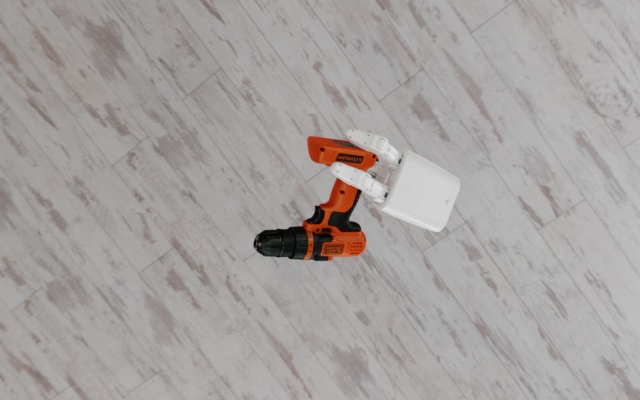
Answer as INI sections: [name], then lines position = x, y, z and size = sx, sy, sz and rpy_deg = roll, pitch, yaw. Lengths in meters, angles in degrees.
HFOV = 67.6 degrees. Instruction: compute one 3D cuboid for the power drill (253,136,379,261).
[power drill]
position = 0.000, 0.002, 0.710
size = 0.184, 0.188, 0.057
rpy_deg = 2, 23, -29
